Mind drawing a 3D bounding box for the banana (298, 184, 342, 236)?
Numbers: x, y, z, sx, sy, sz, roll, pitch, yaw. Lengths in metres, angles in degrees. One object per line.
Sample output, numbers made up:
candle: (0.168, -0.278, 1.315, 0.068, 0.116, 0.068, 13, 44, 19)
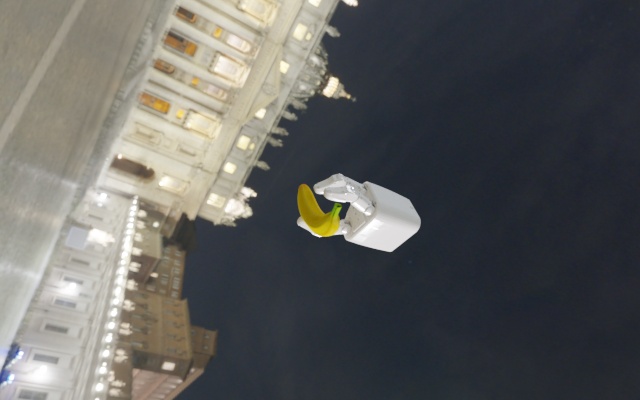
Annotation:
banana: (-0.004, 0.021, 0.842, 0.037, 0.069, 0.197, 15, 6, -24)
